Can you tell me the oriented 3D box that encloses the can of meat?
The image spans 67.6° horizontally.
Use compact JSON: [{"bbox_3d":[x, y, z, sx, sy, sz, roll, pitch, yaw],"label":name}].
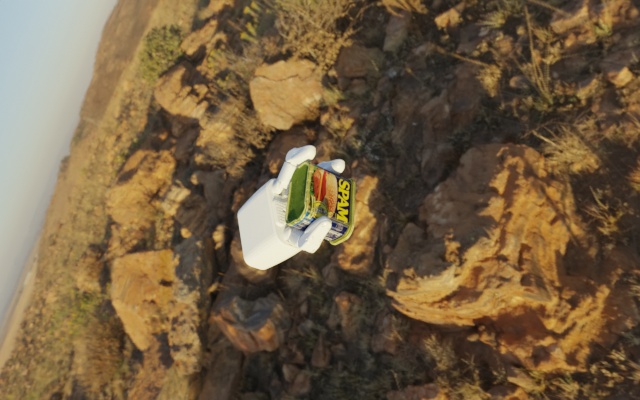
[{"bbox_3d":[0.000,0.002,0.693,0.084,0.102,0.057,23,-34,-28],"label":"can of meat"}]
